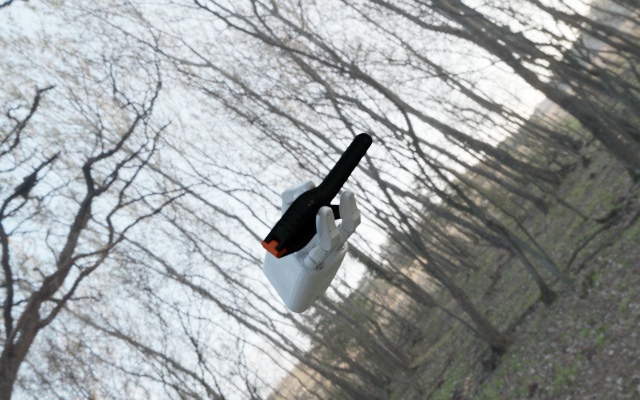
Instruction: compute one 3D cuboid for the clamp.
[{"bbox_3d":[-0.001,0.002,0.656,0.036,0.165,0.210,33,42,20],"label":"clamp"}]
